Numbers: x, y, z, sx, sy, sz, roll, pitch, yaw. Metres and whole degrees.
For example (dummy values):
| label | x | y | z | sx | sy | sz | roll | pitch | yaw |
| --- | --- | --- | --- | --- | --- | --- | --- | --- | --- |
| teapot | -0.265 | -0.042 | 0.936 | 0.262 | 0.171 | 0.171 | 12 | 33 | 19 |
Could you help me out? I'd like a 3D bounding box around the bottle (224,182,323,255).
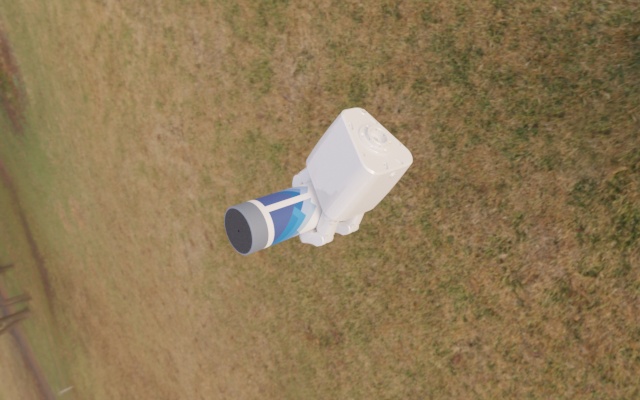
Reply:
| label | x | y | z | sx | sy | sz | roll | pitch | yaw |
| --- | --- | --- | --- | --- | --- | --- | --- | --- | --- |
| bottle | 0.000 | 0.002 | 0.712 | 0.295 | 0.069 | 0.069 | -19 | 13 | -40 |
